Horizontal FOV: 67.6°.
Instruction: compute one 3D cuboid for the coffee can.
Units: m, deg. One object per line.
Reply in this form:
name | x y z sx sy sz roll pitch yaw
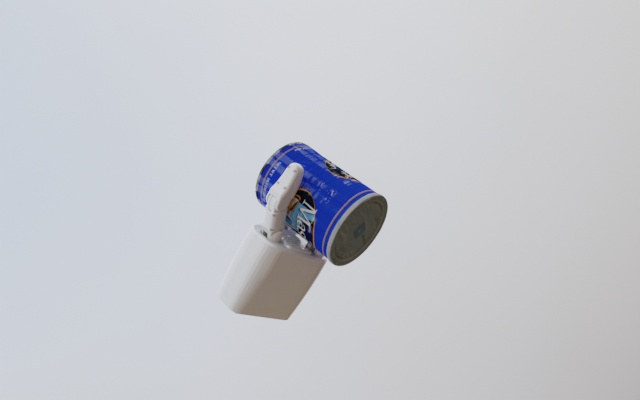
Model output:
coffee can | 0.000 0.002 0.612 0.140 0.103 0.103 37 21 30
